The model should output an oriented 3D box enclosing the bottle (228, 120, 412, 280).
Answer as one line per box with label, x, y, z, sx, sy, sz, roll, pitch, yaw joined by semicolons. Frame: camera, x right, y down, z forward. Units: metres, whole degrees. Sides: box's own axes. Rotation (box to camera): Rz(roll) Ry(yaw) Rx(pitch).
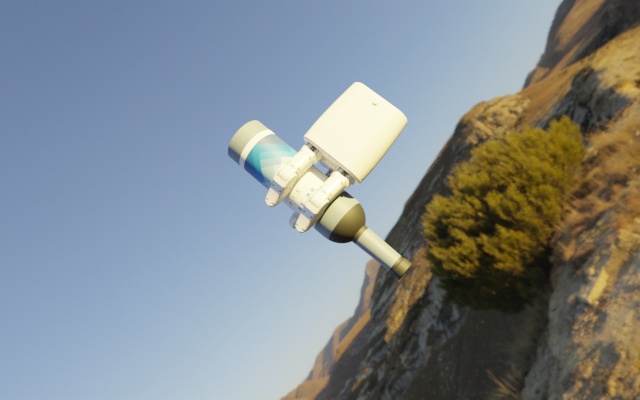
bottle;0.000;0.002;0.653;0.295;0.069;0.069;39;11;14
